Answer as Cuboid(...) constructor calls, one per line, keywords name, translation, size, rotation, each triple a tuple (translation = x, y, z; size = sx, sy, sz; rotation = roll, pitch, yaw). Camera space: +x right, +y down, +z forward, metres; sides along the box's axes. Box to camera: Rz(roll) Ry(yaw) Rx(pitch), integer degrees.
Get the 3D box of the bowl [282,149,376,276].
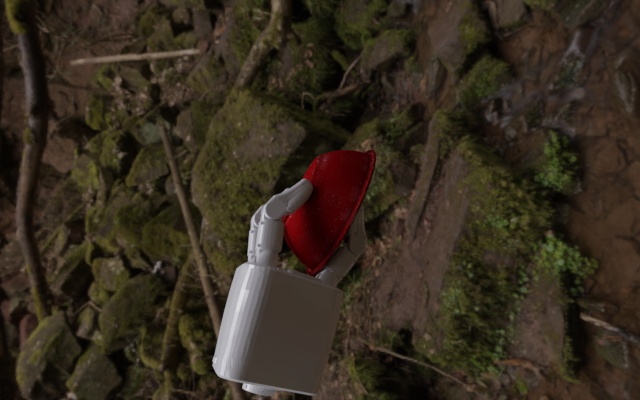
Cuboid(name="bowl", translation=(0.000, 0.001, 0.547), size=(0.055, 0.162, 0.162), rotation=(27, -4, -8))
